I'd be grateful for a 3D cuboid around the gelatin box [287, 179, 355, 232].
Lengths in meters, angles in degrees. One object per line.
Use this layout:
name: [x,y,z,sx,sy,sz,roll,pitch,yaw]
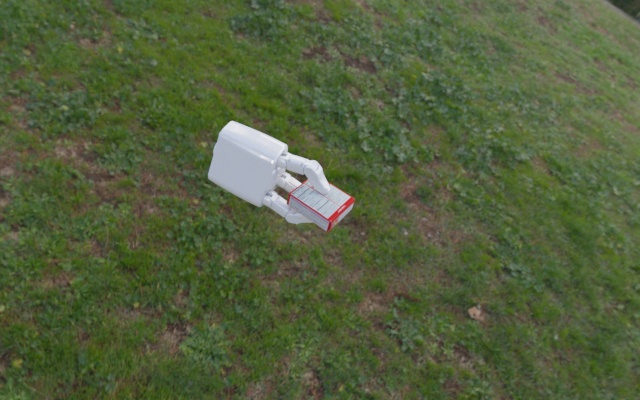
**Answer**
gelatin box: [0.000,0.002,0.796,0.089,0.030,0.073,33,47,18]
